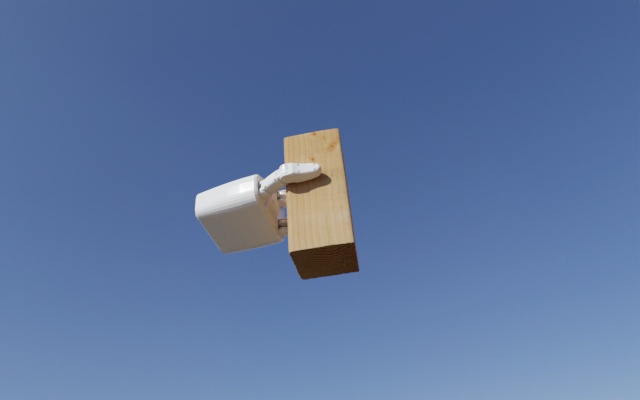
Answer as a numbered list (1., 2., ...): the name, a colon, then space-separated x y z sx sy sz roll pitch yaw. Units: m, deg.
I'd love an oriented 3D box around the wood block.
1. wood block: 0.000 0.002 0.720 0.090 0.206 0.091 -9 -35 5
